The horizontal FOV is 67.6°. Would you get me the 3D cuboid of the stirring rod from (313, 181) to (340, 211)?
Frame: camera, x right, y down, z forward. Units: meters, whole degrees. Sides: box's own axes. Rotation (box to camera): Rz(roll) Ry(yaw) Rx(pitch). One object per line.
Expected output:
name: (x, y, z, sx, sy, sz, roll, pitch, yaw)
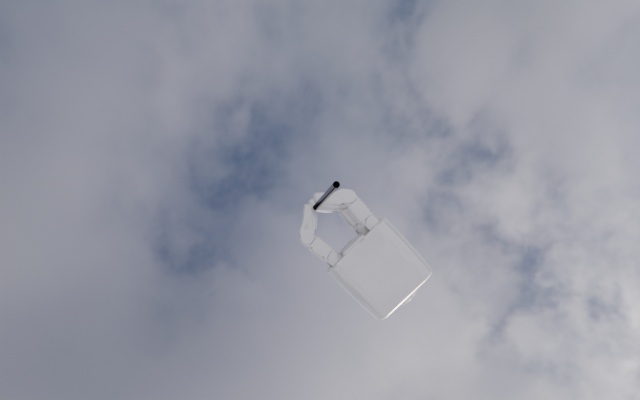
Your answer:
stirring rod: (0.000, 0.002, 0.650, 0.011, 0.011, 0.239, 0, -10, -9)
